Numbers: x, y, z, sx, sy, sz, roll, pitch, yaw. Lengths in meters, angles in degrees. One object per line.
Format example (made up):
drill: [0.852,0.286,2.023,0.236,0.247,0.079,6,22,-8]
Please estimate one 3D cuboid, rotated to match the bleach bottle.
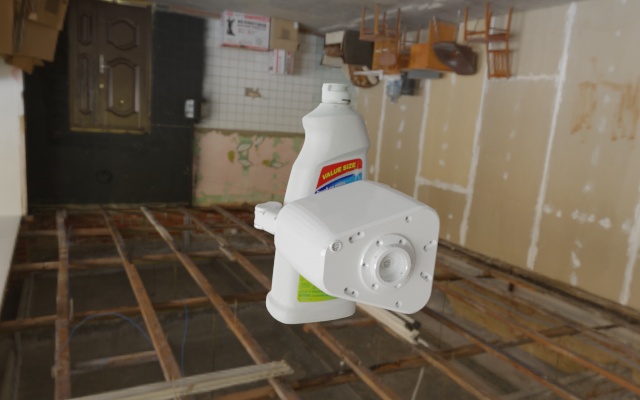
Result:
bleach bottle: [0.000,0.002,0.518,0.102,0.251,0.068,0,12,-24]
